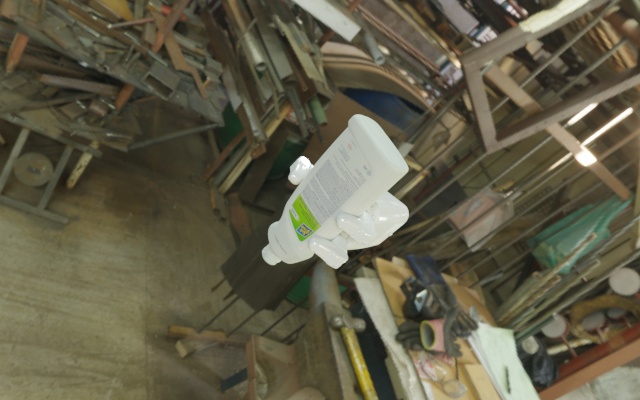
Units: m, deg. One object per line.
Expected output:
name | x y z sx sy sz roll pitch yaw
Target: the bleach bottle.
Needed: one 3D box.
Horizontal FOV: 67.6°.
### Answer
bleach bottle | 0.000 0.002 0.670 0.251 0.102 0.068 -43 -26 26
